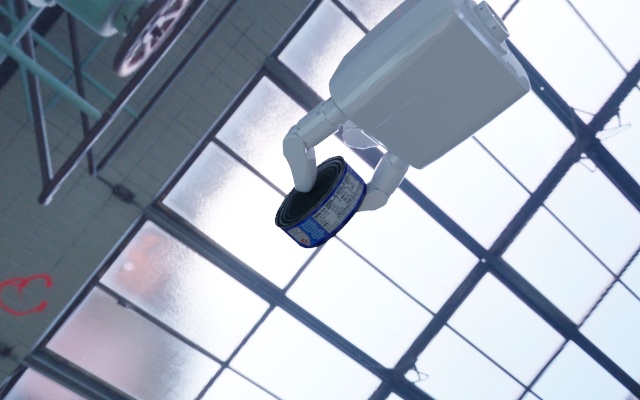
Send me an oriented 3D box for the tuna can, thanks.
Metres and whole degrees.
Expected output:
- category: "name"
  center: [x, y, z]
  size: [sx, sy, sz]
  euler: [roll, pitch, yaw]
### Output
- category: "tuna can"
  center: [0.000, 0.002, 0.429]
  size: [0.034, 0.086, 0.086]
  euler: [44, -18, -19]
